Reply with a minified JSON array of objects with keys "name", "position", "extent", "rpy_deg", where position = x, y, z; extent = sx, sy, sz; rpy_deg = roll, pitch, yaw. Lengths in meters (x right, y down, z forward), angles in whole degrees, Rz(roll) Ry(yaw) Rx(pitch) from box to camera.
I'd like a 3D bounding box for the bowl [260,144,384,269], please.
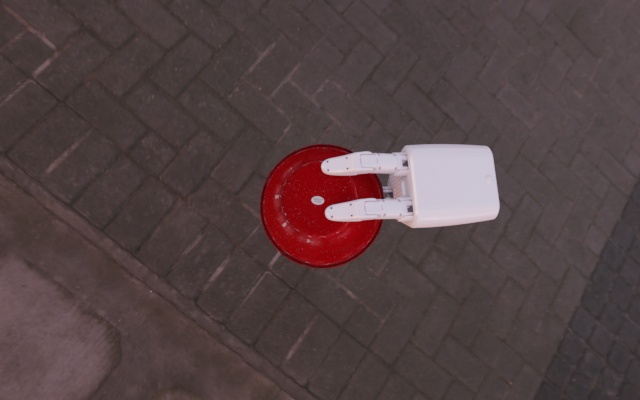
[{"name":"bowl","position":[-0.001,0.002,0.588],"extent":[0.162,0.162,0.055],"rpy_deg":[0,-9,4]}]
